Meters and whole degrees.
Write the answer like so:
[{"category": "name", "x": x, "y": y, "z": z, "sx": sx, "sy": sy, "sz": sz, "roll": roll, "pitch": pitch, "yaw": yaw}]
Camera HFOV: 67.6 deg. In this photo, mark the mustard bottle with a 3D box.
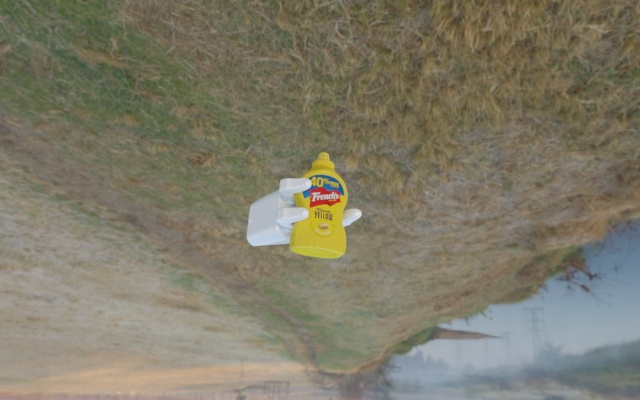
[{"category": "mustard bottle", "x": 0.000, "y": 0.003, "z": 0.854, "sx": 0.096, "sy": 0.191, "sz": 0.058, "roll": 10, "pitch": -22, "yaw": -15}]
